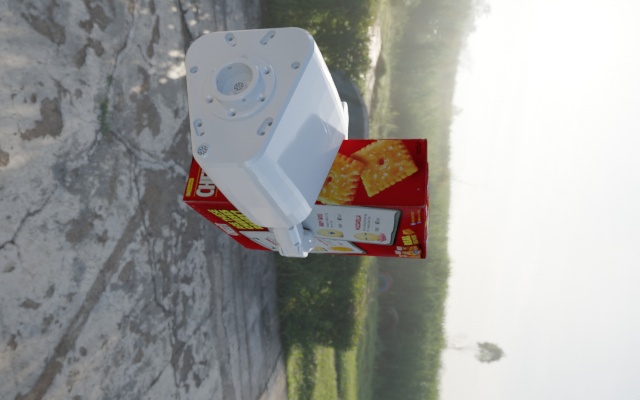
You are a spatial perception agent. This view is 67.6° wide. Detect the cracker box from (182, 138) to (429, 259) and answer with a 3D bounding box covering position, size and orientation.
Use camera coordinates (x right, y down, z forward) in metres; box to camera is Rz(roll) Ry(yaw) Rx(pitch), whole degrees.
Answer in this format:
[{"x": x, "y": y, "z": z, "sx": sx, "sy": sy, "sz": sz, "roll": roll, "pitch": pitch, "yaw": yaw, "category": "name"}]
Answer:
[{"x": 0.000, "y": 0.002, "z": 0.482, "sx": 0.213, "sy": 0.072, "sz": 0.164, "roll": 2, "pitch": -21, "yaw": 14, "category": "cracker box"}]
